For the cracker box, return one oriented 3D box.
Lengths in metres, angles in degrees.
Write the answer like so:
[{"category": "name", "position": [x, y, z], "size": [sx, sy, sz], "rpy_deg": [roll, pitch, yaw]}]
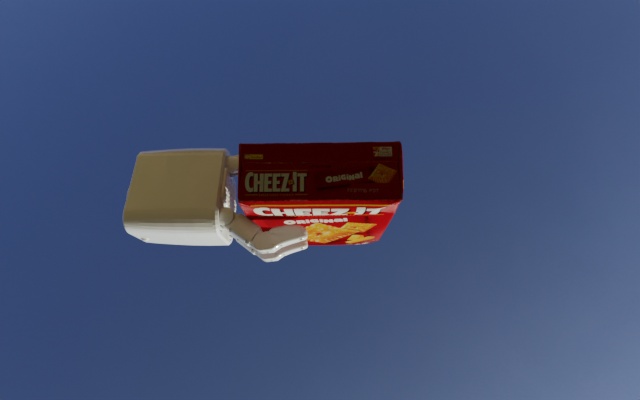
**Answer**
[{"category": "cracker box", "position": [0.000, 0.002, 0.566], "size": [0.164, 0.072, 0.214], "rpy_deg": [-1, -15, 0]}]
